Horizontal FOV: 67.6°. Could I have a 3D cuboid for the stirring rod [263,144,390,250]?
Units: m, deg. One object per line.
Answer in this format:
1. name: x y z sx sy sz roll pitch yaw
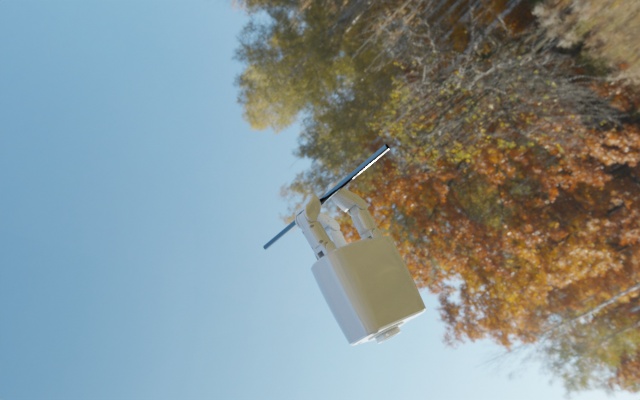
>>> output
1. stirring rod: 0.000 0.002 0.630 0.240 0.011 0.011 -40 -23 30
